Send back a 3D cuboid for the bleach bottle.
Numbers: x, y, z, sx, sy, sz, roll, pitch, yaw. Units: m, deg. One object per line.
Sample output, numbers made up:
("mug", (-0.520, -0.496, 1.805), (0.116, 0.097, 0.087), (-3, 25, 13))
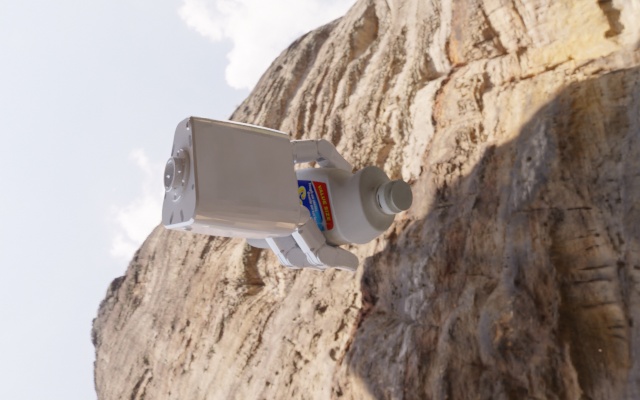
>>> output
("bleach bottle", (0.000, 0.002, 0.535), (0.068, 0.102, 0.251), (7, -11, -36))
